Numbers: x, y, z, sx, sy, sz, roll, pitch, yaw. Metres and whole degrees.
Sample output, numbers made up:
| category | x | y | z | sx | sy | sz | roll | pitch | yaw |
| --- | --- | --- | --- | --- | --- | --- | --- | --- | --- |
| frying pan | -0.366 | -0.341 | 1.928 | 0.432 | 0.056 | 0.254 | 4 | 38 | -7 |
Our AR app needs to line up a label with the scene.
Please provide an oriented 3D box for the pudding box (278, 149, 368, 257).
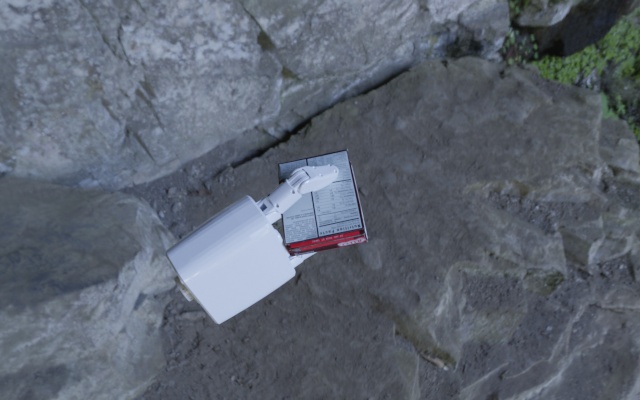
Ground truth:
| category | x | y | z | sx | sy | sz | roll | pitch | yaw |
| --- | --- | --- | --- | --- | --- | --- | --- | --- | --- |
| pudding box | 0.000 | 0.002 | 0.549 | 0.090 | 0.113 | 0.039 | -11 | -30 | 4 |
